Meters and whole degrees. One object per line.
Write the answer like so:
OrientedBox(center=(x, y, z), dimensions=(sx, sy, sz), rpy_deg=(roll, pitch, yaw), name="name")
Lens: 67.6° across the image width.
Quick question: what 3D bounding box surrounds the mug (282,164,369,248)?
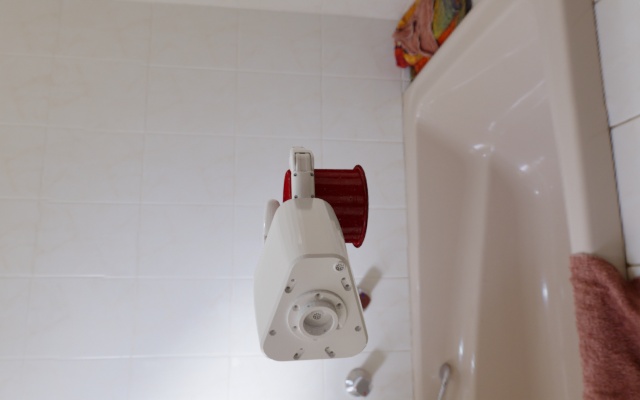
OrientedBox(center=(0.000, 0.001, 0.536), dimensions=(0.081, 0.093, 0.117), rpy_deg=(1, 21, -9), name="mug")
